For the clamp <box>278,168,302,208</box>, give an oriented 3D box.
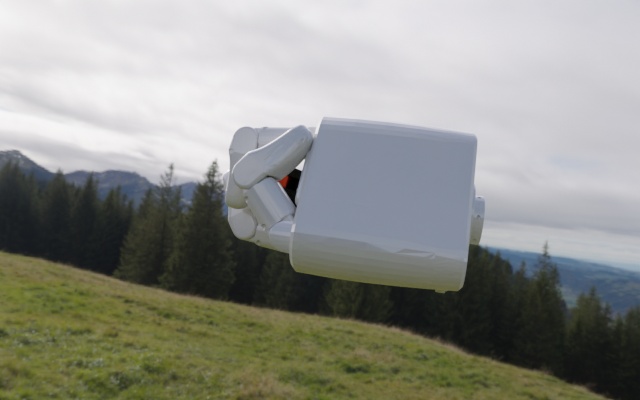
[{"bbox_3d":[0.000,0.001,0.431,0.120,0.039,0.171,7,-6,13],"label":"clamp"}]
